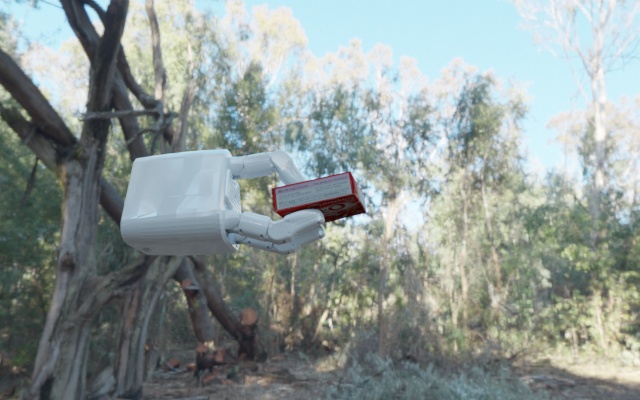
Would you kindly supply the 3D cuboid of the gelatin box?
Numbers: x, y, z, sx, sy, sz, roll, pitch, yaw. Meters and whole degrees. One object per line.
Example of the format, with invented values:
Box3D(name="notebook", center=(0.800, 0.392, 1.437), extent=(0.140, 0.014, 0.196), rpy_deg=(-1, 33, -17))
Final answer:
Box3D(name="gelatin box", center=(0.000, 0.001, 0.522), extent=(0.089, 0.030, 0.073), rpy_deg=(-13, -19, 11))
